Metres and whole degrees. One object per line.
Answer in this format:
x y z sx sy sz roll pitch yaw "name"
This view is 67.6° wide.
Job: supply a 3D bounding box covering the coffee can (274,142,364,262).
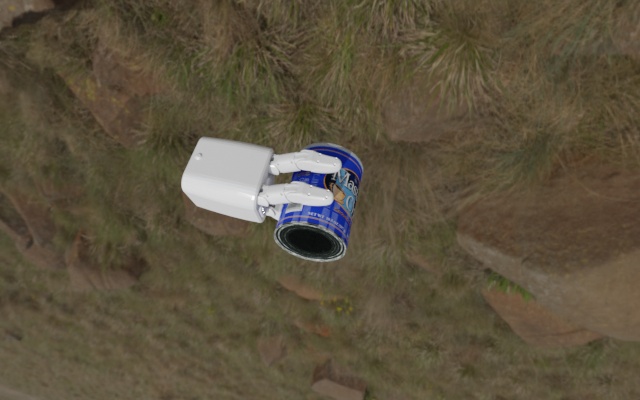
0.000 0.002 0.688 0.103 0.140 0.103 10 -33 7 "coffee can"
